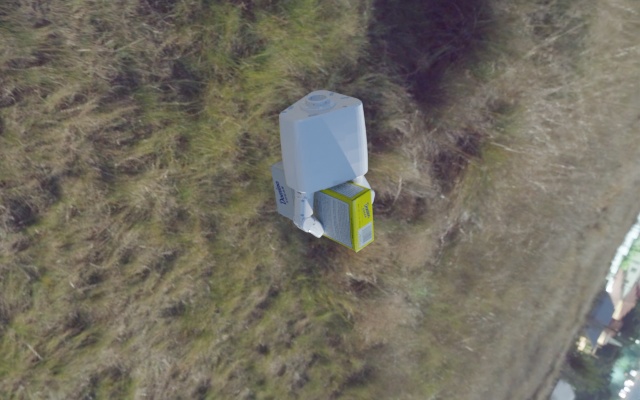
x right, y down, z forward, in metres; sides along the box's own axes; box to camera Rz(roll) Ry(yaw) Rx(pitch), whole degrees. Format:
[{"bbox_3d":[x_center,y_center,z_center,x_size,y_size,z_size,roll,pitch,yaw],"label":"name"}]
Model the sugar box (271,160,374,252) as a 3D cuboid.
[{"bbox_3d":[0.001,0.002,0.730,0.048,0.093,0.176,-30,39,-33],"label":"sugar box"}]
